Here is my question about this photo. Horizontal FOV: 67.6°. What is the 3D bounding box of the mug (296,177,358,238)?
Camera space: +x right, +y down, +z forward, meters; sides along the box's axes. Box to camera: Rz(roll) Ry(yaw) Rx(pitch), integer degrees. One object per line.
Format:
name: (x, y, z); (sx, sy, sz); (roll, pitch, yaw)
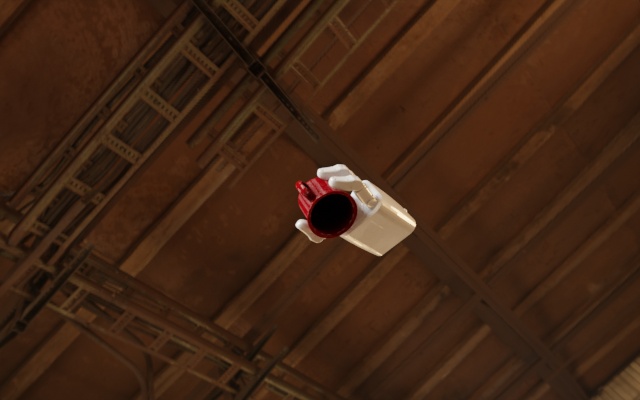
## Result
mug: (-0.001, 0.002, 0.854); (0.117, 0.093, 0.081); (34, 10, -31)
